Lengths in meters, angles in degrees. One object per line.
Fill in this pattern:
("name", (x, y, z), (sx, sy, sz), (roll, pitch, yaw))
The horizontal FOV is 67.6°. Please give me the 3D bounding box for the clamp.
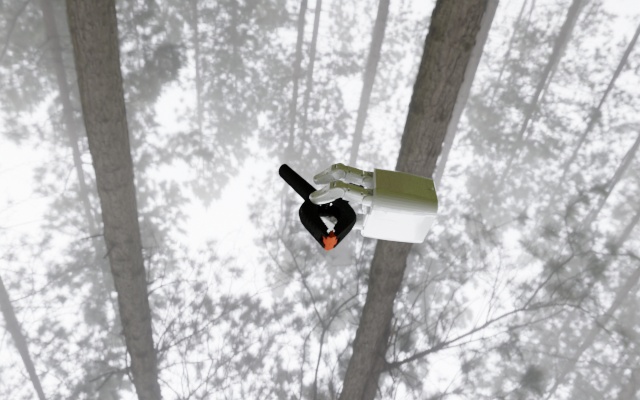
("clamp", (0.000, 0.004, 0.801), (0.164, 0.036, 0.209), (10, 35, -2))
